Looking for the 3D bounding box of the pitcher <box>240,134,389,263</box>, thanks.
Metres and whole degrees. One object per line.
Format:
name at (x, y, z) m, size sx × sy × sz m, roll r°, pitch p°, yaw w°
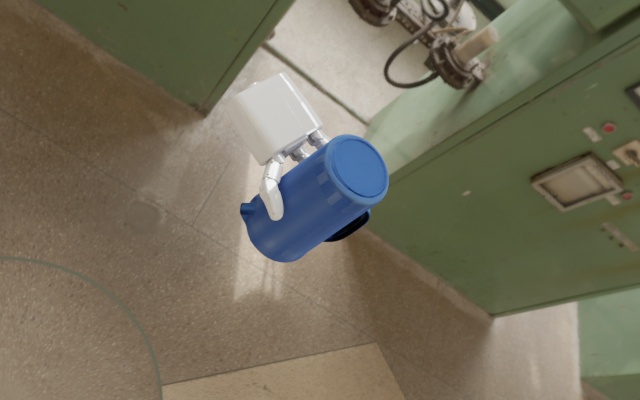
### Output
pitcher at (0.000, 0.002, 0.739) m, size 0.149 × 0.145 × 0.243 m, roll -31°, pitch -3°, yaw -40°
